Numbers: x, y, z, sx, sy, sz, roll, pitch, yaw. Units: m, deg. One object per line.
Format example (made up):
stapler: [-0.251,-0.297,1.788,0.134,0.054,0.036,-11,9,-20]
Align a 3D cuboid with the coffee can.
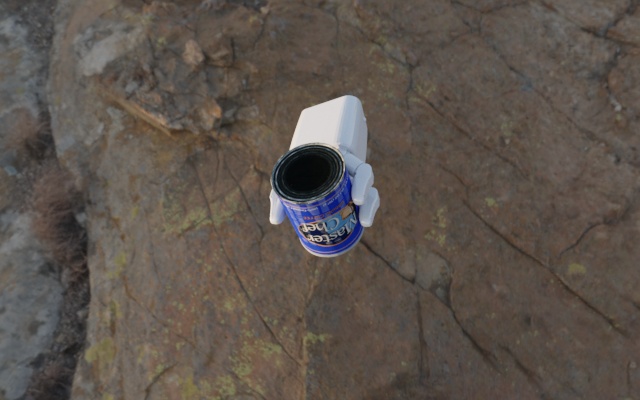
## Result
coffee can: [0.000,0.002,0.678,0.103,0.102,0.140,0,-35,17]
